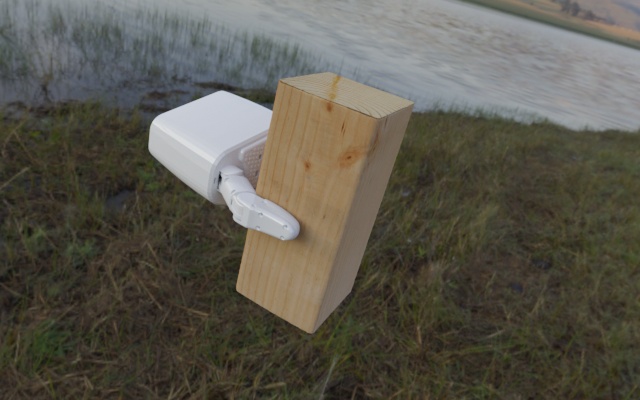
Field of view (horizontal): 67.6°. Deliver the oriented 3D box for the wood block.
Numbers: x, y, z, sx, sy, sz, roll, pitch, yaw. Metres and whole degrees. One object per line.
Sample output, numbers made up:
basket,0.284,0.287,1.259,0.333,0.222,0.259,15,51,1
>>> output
wood block,0.000,0.001,0.432,0.090,0.206,0.090,25,28,20
